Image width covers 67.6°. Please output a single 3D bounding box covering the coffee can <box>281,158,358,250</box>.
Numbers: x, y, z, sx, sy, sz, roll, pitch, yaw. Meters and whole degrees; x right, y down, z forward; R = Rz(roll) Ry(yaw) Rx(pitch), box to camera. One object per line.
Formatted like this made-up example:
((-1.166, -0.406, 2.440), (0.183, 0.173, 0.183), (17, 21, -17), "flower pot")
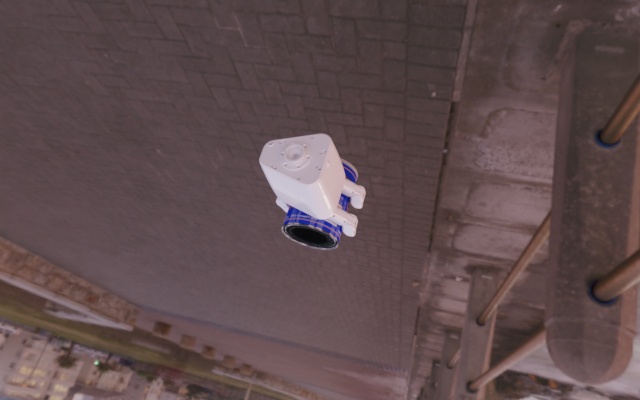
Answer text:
((0.000, 0.003, 0.844), (0.103, 0.140, 0.103), (14, -24, 6), "coffee can")
